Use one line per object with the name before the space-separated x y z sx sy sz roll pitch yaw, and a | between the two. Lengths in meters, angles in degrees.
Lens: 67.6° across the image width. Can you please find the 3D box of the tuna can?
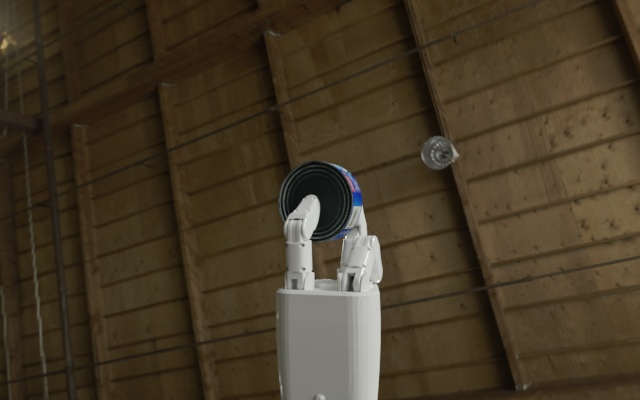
tuna can | 0.000 0.002 0.507 0.086 0.086 0.034 0 -1 25
